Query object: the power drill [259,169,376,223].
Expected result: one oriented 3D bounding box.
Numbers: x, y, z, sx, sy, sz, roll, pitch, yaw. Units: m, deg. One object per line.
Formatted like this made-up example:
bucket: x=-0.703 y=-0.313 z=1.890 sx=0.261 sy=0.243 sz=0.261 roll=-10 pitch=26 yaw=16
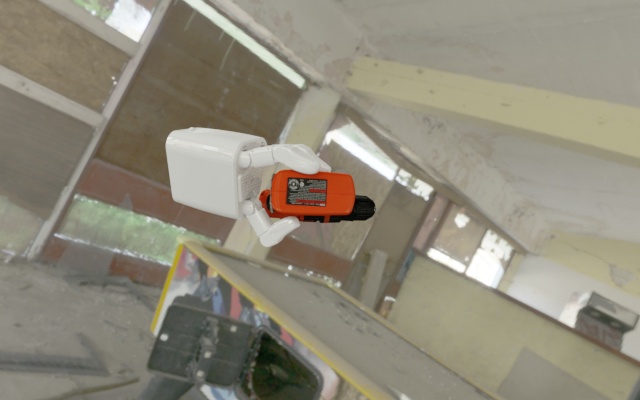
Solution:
power drill: x=0.000 y=0.002 z=0.681 sx=0.184 sy=0.057 sz=0.188 roll=1 pitch=-8 yaw=-4
